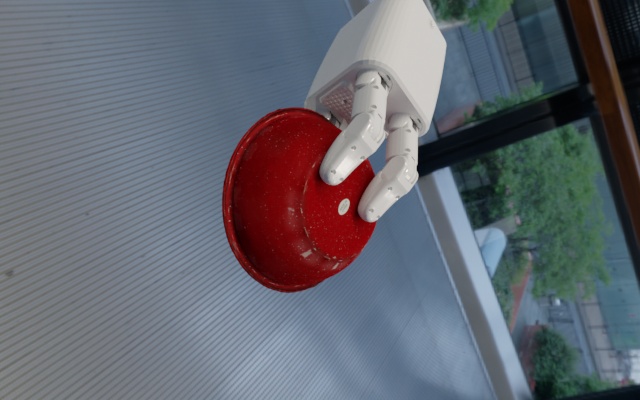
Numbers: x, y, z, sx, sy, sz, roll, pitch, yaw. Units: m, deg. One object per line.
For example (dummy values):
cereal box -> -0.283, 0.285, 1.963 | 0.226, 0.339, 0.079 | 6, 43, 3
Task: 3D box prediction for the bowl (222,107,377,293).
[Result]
bowl -> 0.000, 0.003, 0.401 | 0.162, 0.162, 0.055 | 0, 3, -44
